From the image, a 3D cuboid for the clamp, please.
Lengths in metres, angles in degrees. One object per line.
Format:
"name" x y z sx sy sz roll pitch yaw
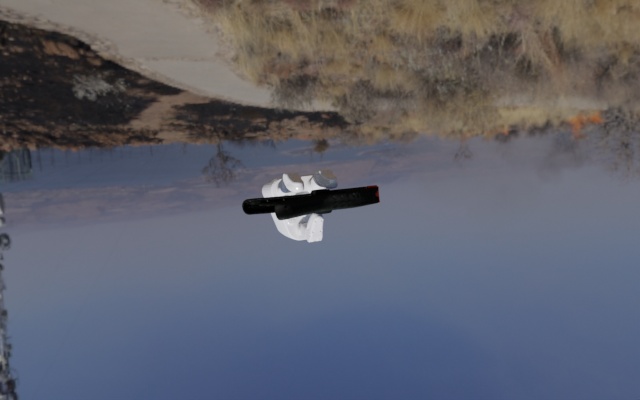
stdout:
"clamp" 0.001 0.003 0.708 0.210 0.036 0.164 -7 5 -18
